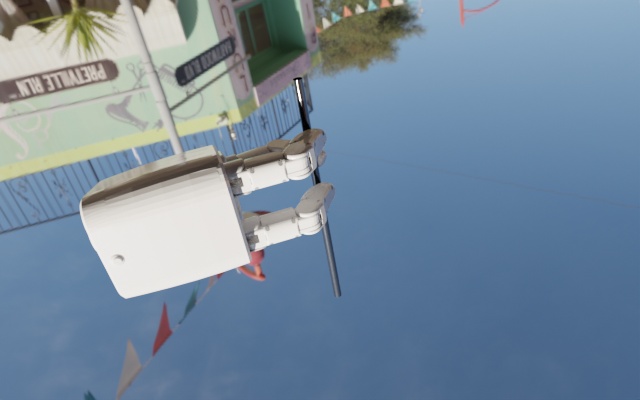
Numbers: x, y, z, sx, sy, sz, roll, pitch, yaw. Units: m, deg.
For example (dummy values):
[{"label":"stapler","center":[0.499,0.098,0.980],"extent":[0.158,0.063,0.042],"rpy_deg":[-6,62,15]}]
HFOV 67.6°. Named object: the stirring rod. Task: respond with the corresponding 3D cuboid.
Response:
[{"label":"stirring rod","center":[0.000,0.001,0.452],"extent":[0.011,0.240,0.011],"rpy_deg":[-8,32,5]}]
